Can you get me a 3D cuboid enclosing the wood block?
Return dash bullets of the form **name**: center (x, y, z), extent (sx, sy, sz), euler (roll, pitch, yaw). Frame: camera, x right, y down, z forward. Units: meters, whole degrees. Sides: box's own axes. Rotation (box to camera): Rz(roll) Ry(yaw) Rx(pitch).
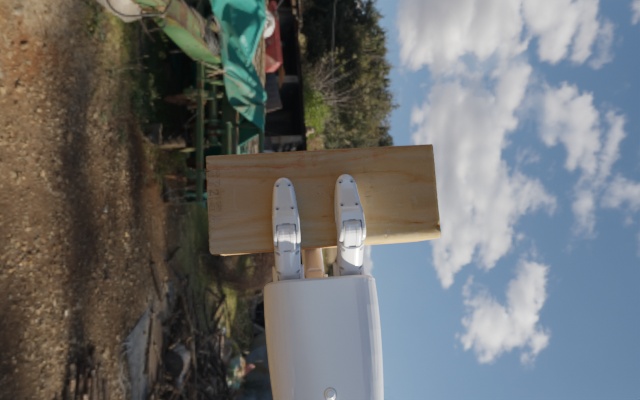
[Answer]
- **wood block**: center (0.000, 0.002, 0.469), extent (0.206, 0.090, 0.091), euler (-3, -7, -5)
